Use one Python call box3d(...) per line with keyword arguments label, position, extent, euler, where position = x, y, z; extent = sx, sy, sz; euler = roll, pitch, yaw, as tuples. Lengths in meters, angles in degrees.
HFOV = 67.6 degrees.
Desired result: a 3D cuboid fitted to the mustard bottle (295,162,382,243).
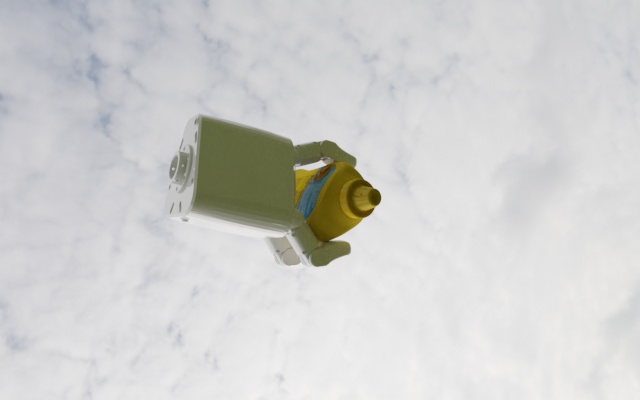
box3d(label="mustard bottle", position=(0.000, 0.002, 0.549), extent=(0.058, 0.096, 0.191), euler=(40, -24, -25))
